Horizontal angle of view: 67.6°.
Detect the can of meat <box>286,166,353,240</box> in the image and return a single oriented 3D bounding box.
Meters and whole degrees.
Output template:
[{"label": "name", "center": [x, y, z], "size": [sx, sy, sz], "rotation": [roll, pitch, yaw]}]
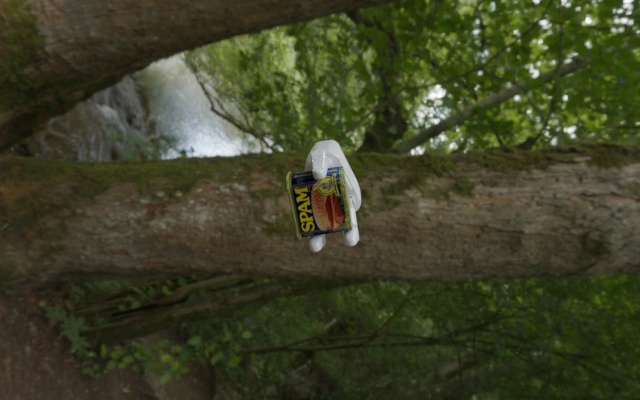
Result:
[{"label": "can of meat", "center": [0.000, 0.002, 0.719], "size": [0.084, 0.102, 0.057], "rotation": [-8, 16, 6]}]
